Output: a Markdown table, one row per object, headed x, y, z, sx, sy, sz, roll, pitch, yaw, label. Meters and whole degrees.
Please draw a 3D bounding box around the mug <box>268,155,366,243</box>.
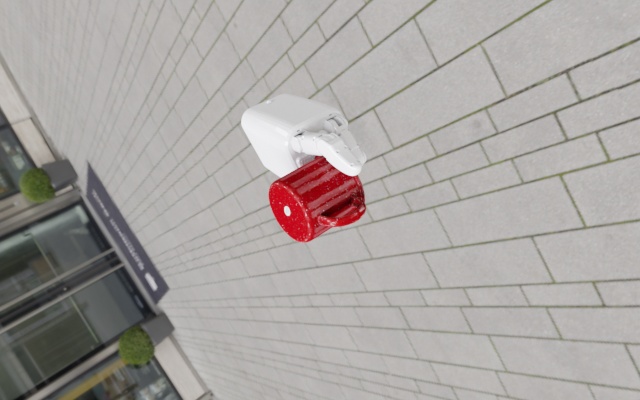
| x | y | z | sx | sy | sz | roll | pitch | yaw | label |
| --- | --- | --- | --- | --- | --- | --- | --- | --- | --- |
| 0.001 | 0.003 | 0.561 | 0.081 | 0.093 | 0.117 | -31 | 40 | -30 | mug |
